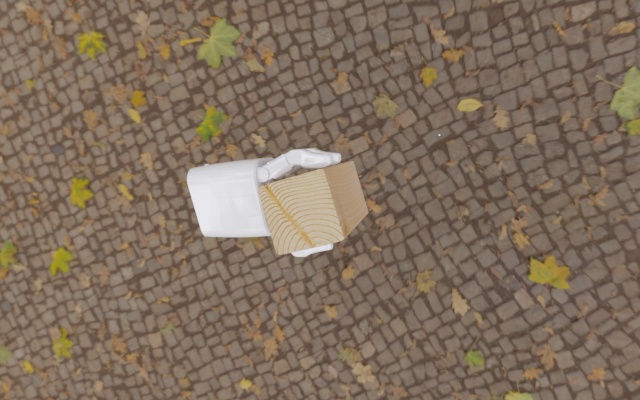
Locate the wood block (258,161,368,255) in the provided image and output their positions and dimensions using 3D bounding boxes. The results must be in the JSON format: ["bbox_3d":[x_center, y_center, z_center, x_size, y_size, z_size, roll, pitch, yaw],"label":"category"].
[{"bbox_3d":[0.000,0.003,0.670,0.090,0.091,0.206,-15,4,15],"label":"wood block"}]
